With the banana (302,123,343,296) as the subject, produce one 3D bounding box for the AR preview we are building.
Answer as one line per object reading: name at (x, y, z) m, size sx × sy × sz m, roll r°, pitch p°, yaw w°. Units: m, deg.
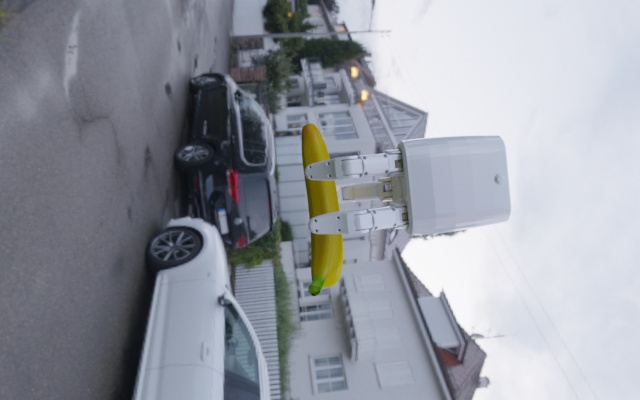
banana at (0.003, 0.012, 0.530) m, size 0.037 × 0.197 × 0.070 m, roll -7°, pitch -23°, yaw 5°
